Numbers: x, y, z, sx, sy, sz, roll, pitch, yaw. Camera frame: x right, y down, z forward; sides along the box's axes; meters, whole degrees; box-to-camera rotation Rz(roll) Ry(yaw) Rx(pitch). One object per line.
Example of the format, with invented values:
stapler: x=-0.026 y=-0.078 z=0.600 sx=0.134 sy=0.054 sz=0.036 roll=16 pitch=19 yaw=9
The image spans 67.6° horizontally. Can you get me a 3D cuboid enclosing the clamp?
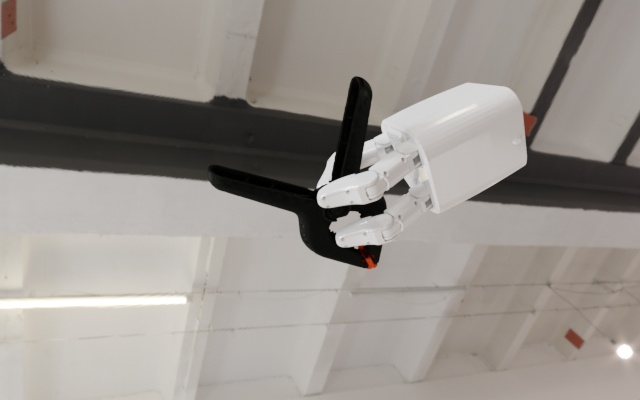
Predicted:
clamp: x=0.000 y=0.001 z=0.475 sx=0.164 sy=0.210 sz=0.036 roll=-25 pitch=37 yaw=0
